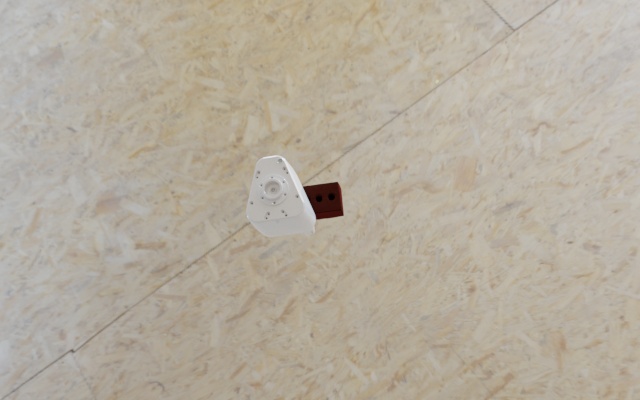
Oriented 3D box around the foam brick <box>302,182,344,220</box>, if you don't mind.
[{"bbox_3d":[0.000,0.003,0.849,0.078,0.053,0.051,-8,-16,4],"label":"foam brick"}]
